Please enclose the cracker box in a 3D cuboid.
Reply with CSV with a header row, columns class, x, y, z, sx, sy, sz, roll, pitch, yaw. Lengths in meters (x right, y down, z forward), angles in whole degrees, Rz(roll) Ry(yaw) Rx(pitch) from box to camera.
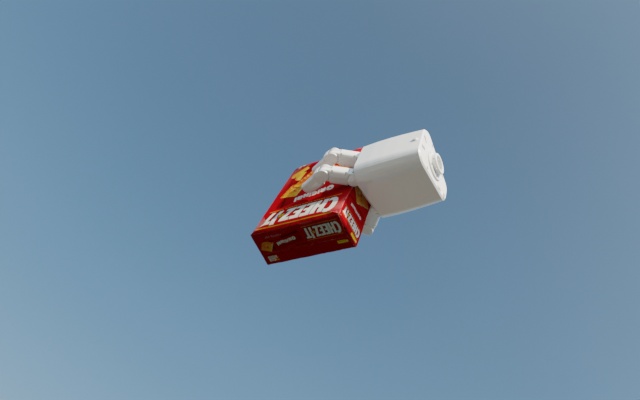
class,x,y,z,sx,sy,sz,roll,pitch,yaw
cracker box,0.000,0.003,0.800,0.164,0.072,0.213,-15,26,28
